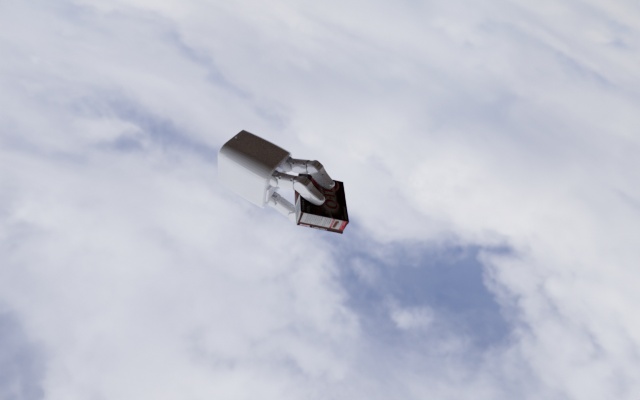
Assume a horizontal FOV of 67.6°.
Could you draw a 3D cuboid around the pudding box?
[{"bbox_3d":[0.000,0.003,0.863,0.090,0.113,0.039,11,-48,-15],"label":"pudding box"}]
